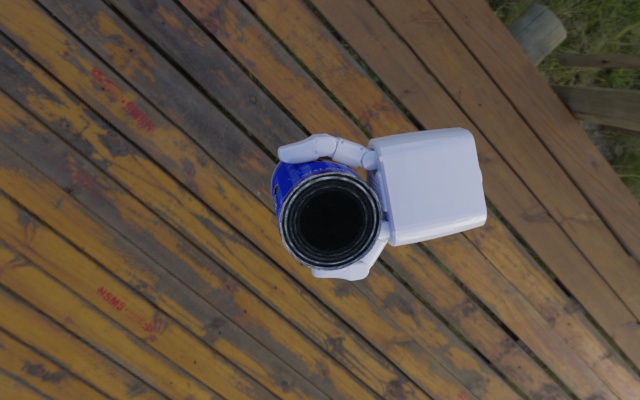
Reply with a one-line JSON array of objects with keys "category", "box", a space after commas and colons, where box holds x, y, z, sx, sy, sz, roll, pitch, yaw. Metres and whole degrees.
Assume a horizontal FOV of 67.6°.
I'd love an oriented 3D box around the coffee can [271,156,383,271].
[{"category": "coffee can", "box": [0.000, 0.002, 0.527, 0.103, 0.103, 0.140, 0, 17, -9]}]
